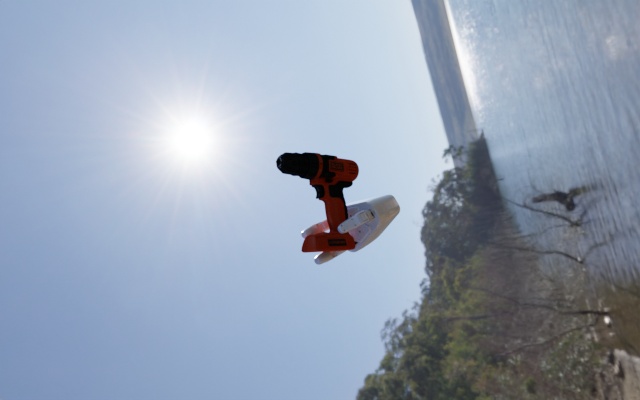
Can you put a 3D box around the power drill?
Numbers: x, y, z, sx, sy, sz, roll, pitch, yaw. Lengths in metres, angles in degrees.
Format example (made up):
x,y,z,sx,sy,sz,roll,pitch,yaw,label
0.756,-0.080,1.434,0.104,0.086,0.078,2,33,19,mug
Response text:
x,y,z,sx,sy,sz,roll,pitch,yaw,label
0.000,0.003,0.898,0.184,0.187,0.057,3,-8,-36,power drill
